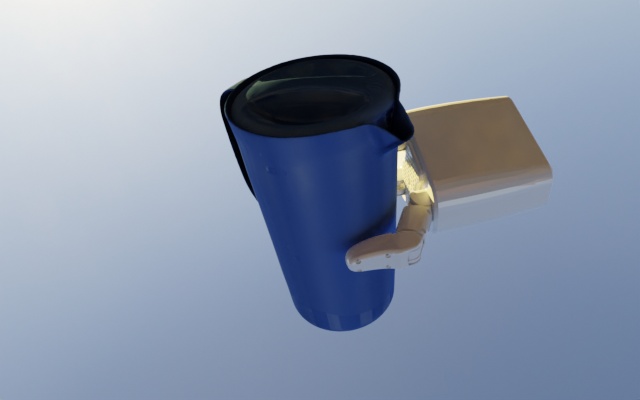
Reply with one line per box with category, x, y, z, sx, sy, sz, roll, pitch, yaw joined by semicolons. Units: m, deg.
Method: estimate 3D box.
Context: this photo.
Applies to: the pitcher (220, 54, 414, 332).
pitcher;0.000;0.001;0.435;0.145;0.243;0.149;-12;39;-3
